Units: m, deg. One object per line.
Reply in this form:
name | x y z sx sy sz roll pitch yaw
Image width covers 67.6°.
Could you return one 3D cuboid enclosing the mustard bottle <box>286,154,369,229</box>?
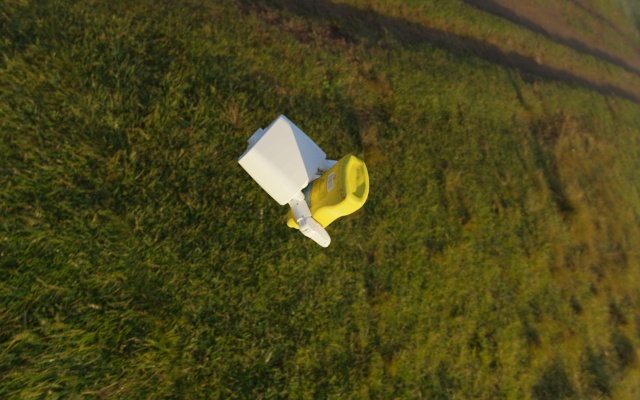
mustard bottle | 0.001 0.003 0.825 0.058 0.096 0.192 24 -38 -30
